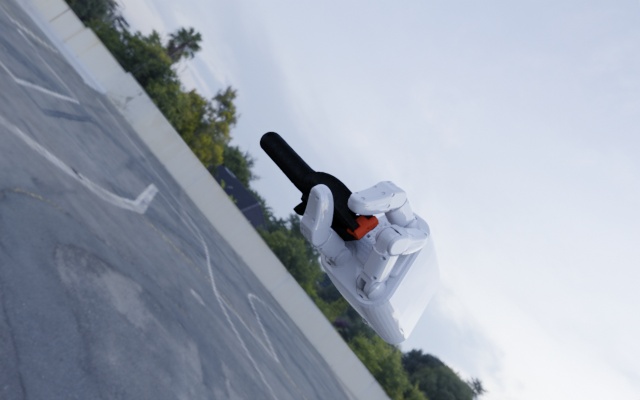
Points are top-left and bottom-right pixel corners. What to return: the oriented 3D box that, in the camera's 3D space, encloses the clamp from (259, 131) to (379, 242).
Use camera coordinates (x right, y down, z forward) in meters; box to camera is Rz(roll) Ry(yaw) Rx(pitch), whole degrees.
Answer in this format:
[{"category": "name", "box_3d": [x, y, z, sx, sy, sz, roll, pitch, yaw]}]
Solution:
[{"category": "clamp", "box_3d": [0.001, 0.001, 0.517, 0.171, 0.039, 0.120, 42, -13, 41]}]
